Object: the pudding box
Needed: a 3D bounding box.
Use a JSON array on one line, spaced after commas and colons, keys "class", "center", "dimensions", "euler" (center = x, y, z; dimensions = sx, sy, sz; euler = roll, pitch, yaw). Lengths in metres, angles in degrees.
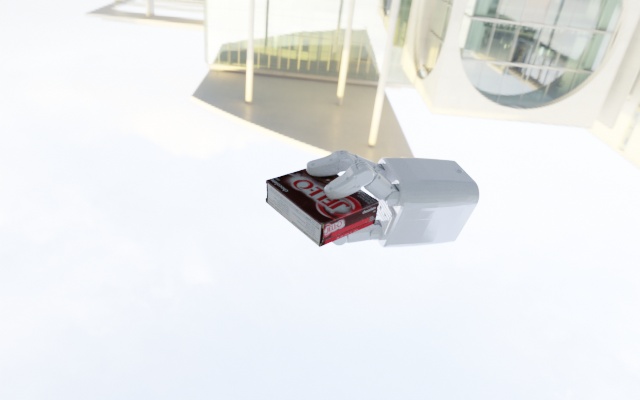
[{"class": "pudding box", "center": [0.000, 0.002, 0.581], "dimensions": [0.090, 0.039, 0.113], "euler": [-19, 38, -36]}]
